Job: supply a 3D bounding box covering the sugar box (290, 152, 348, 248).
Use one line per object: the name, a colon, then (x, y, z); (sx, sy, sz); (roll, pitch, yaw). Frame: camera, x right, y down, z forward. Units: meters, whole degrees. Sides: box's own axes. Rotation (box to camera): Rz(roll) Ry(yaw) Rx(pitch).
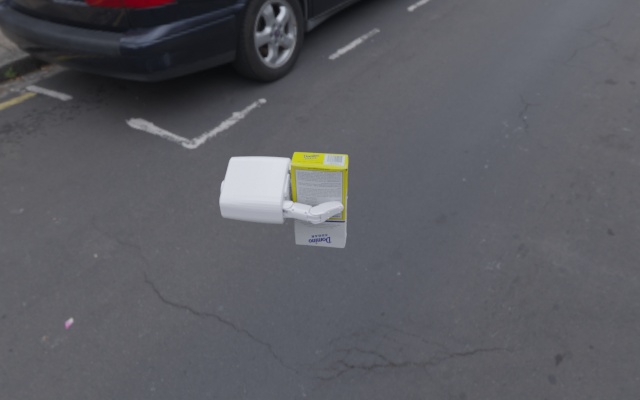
sugar box: (0.000, 0.002, 0.828); (0.093, 0.176, 0.048); (4, 41, 6)
